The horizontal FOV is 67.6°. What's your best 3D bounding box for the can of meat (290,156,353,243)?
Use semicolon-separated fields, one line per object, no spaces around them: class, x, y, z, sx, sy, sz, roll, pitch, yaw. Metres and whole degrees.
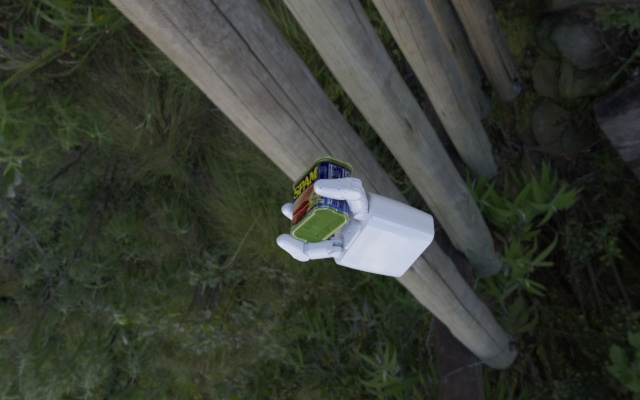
can of meat;0.000;0.002;0.663;0.057;0.084;0.102;19;-36;-23
